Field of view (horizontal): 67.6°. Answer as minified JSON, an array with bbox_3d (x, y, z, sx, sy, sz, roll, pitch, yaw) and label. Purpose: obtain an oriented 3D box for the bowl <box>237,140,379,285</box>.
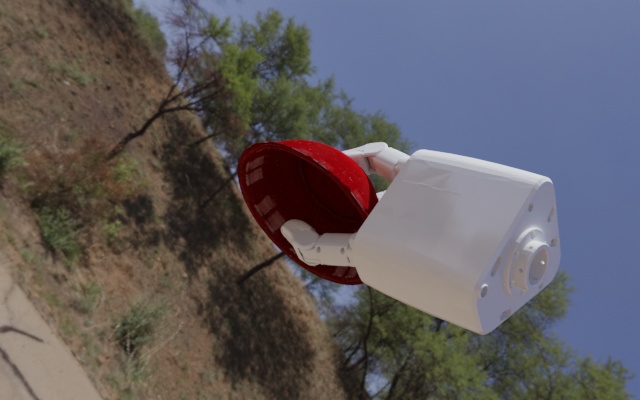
[{"bbox_3d":[-0.001,0.001,0.445,0.162,0.162,0.055,0,37,48],"label":"bowl"}]
